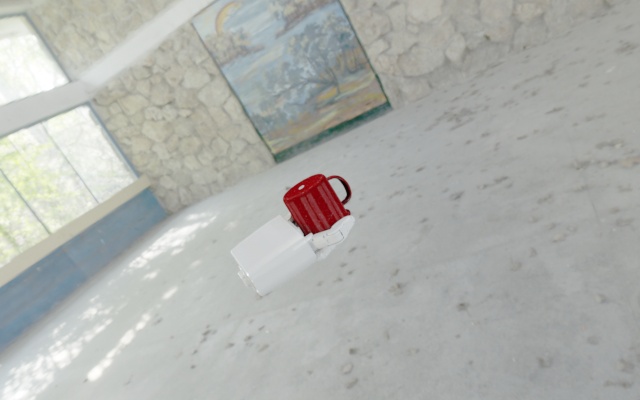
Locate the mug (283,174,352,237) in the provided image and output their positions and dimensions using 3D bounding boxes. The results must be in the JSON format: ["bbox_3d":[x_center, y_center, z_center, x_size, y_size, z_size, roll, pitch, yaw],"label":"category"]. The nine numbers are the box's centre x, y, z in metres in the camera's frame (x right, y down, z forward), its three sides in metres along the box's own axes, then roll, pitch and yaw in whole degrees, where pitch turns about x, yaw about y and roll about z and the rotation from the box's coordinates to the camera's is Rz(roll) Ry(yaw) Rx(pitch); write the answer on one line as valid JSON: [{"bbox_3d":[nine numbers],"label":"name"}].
[{"bbox_3d":[0.001,0.002,0.795,0.117,0.081,0.093,-35,16,-14],"label":"mug"}]
